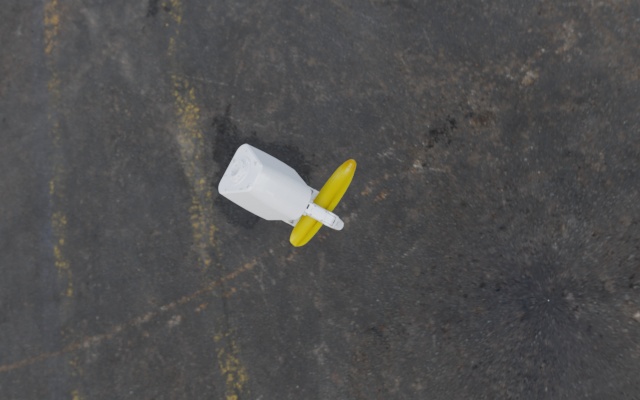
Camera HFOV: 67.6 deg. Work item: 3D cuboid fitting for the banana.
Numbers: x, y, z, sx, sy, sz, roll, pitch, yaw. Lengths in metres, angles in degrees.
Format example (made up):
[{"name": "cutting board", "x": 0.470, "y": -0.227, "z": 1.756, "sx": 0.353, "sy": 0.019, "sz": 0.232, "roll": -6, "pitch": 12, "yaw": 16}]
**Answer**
[{"name": "banana", "x": -0.002, "y": 0.012, "z": 0.835, "sx": 0.037, "sy": 0.198, "sz": 0.069, "roll": 33, "pitch": 17, "yaw": -12}]
